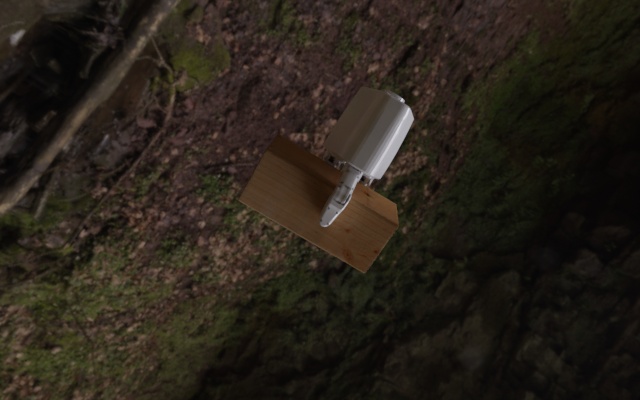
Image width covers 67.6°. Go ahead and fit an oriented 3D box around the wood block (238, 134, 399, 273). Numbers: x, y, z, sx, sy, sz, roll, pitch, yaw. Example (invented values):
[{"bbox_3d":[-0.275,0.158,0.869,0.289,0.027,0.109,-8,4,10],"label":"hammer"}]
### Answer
[{"bbox_3d":[0.000,0.002,0.688,0.206,0.090,0.090,30,20,-5],"label":"wood block"}]
